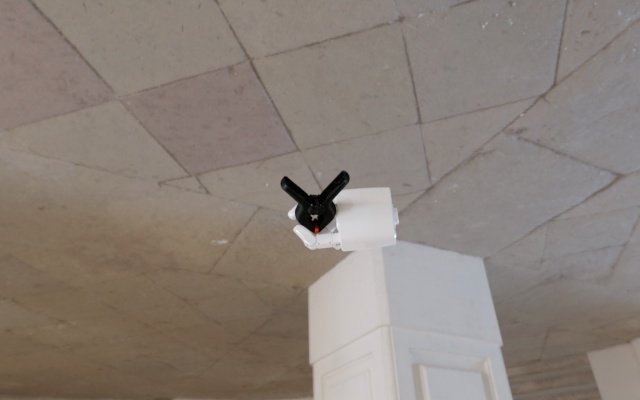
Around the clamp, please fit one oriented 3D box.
[{"bbox_3d":[0.000,0.004,0.883,0.120,0.039,0.172,-6,-34,6],"label":"clamp"}]
